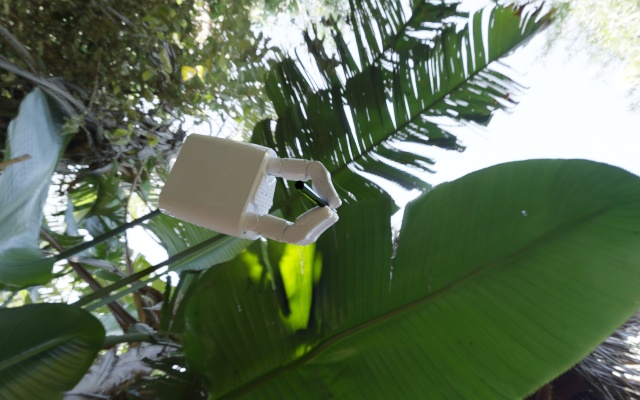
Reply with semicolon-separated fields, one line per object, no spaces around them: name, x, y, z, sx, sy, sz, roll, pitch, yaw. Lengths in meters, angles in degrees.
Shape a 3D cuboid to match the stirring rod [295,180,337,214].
stirring rod;0.000;0.002;0.509;0.011;0.011;0.239;0;-7;8
